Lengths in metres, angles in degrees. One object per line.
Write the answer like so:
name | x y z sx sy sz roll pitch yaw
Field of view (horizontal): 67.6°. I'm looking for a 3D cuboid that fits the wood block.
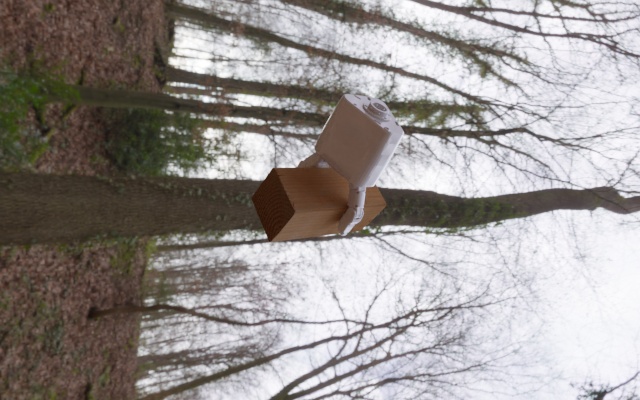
wood block | 0.001 0.003 0.822 0.206 0.090 0.090 -3 -33 -40
